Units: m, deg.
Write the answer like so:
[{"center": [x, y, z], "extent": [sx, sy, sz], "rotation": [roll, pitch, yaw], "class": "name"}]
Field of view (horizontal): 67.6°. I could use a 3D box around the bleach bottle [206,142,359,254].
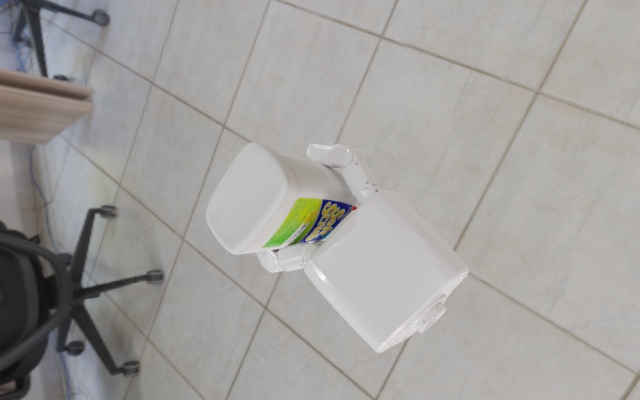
[{"center": [0.000, 0.002, 0.518], "extent": [0.068, 0.102, 0.251], "rotation": [49, 24, 24], "class": "bleach bottle"}]
